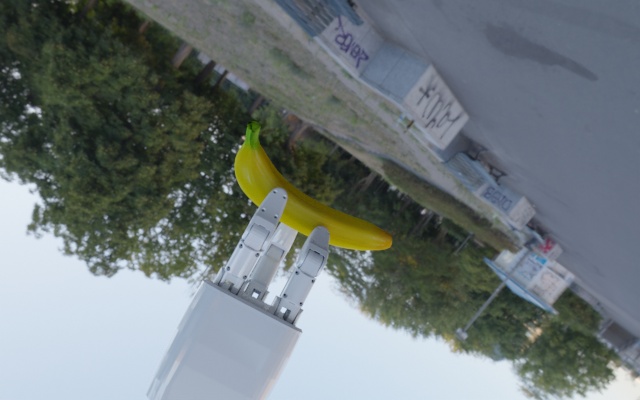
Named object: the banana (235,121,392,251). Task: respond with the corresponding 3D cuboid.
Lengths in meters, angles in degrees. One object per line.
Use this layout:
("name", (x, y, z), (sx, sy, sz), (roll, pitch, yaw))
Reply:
("banana", (-0.015, 0.005, 0.470), (0.198, 0.037, 0.069), (37, -38, -28))
